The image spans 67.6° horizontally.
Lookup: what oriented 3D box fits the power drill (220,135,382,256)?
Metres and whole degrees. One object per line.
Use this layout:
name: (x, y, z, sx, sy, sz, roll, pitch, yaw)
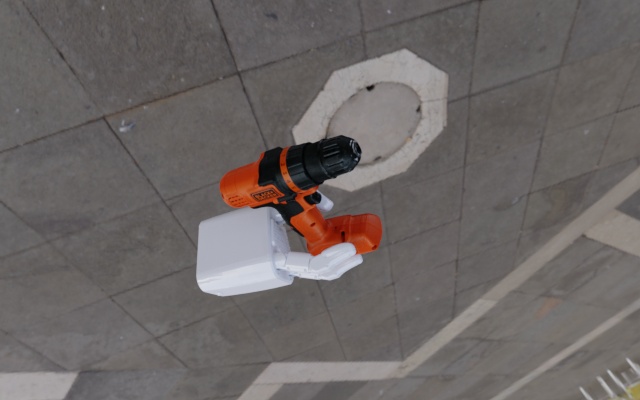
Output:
power drill: (0.000, 0.002, 0.579, 0.184, 0.057, 0.188, -14, -40, 32)
